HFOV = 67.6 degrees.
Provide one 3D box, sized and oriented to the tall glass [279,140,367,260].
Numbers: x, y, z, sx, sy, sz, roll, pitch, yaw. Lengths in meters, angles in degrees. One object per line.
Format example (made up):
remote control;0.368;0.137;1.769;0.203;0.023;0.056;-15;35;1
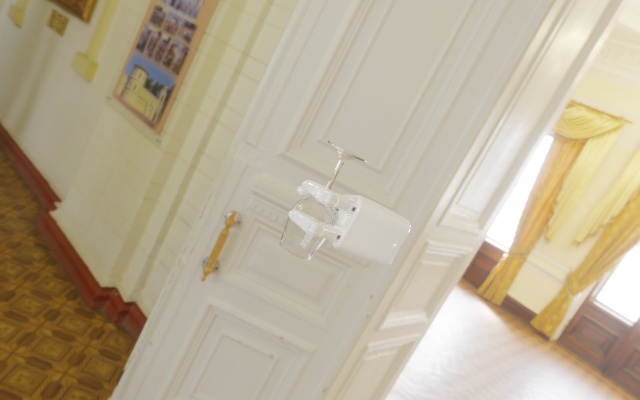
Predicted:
tall glass;0.000;0.002;0.821;0.079;0.201;0.079;27;11;-6
